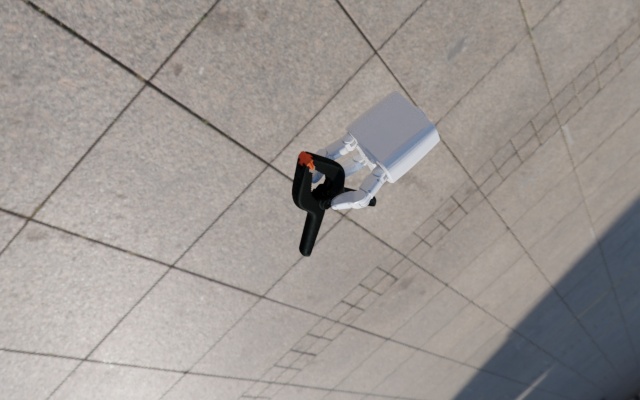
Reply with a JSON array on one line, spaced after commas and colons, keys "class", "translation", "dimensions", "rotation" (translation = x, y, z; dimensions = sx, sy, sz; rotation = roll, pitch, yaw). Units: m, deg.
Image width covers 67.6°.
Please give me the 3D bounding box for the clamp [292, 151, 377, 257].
[{"class": "clamp", "translation": [0.001, 0.003, 0.773], "dimensions": [0.036, 0.164, 0.210], "rotation": [46, -4, 37]}]
